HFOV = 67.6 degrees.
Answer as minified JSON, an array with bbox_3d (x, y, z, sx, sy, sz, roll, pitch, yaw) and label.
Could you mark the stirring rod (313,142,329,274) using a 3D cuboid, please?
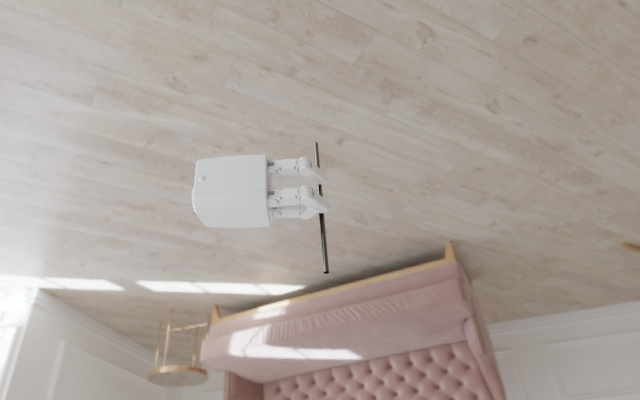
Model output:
[{"bbox_3d":[0.000,0.002,0.735,0.011,0.239,0.011,-3,-35,-2],"label":"stirring rod"}]
